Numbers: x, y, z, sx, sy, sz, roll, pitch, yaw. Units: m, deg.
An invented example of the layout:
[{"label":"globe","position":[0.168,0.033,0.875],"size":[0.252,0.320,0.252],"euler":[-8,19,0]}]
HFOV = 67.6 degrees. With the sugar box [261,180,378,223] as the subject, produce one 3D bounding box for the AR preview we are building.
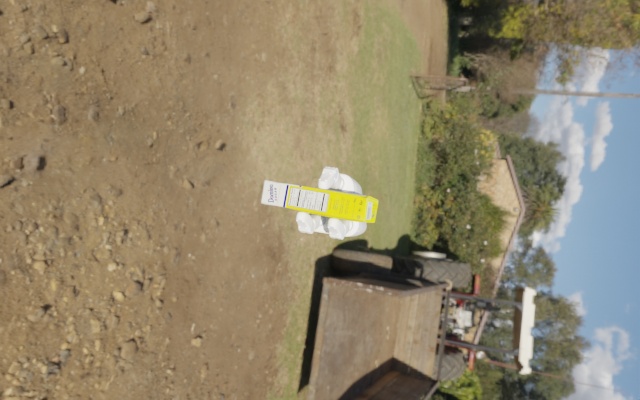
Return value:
[{"label":"sugar box","position":[0.000,0.003,0.791],"size":[0.176,0.048,0.093],"euler":[7,-2,17]}]
